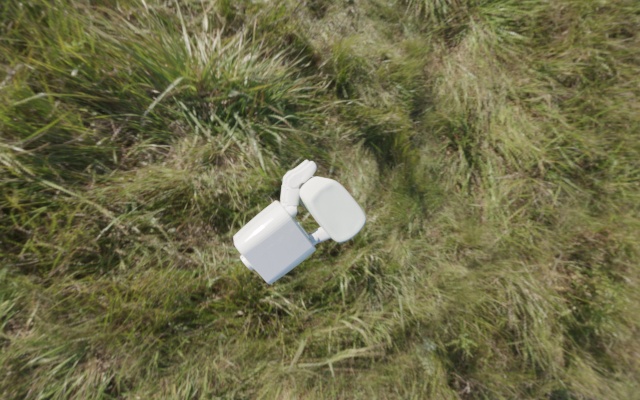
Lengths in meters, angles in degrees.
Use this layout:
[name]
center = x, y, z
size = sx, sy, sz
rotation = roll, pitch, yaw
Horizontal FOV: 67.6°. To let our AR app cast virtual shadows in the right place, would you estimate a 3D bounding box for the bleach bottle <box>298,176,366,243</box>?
[bleach bottle]
center = 0.000, 0.003, 0.863
size = 0.068, 0.102, 0.251
rotation = -39, 12, -5
